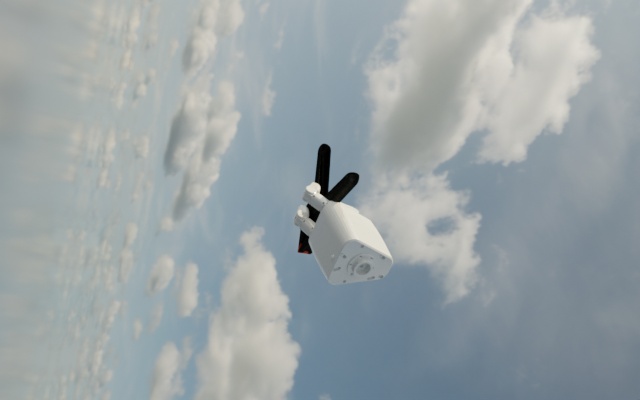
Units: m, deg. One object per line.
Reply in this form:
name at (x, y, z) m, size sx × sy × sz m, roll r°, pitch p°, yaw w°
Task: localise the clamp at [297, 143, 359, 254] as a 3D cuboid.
clamp at (0.001, 0.004, 0.898) m, size 0.036 × 0.210 × 0.164 m, roll 12°, pitch 27°, yaw -24°
